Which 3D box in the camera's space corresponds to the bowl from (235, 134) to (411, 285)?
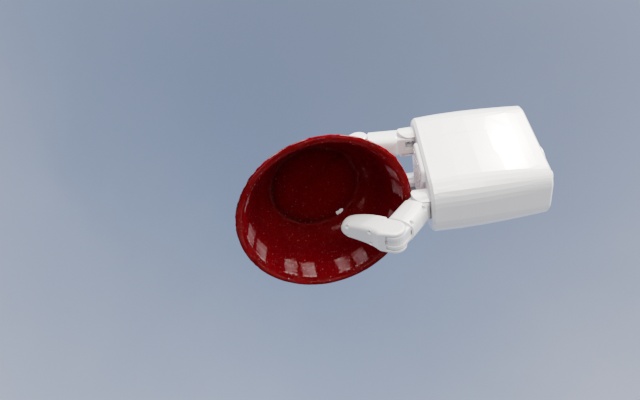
[{"bbox_3d":[-0.001,0.001,0.448,0.162,0.162,0.055,0,33,-15],"label":"bowl"}]
